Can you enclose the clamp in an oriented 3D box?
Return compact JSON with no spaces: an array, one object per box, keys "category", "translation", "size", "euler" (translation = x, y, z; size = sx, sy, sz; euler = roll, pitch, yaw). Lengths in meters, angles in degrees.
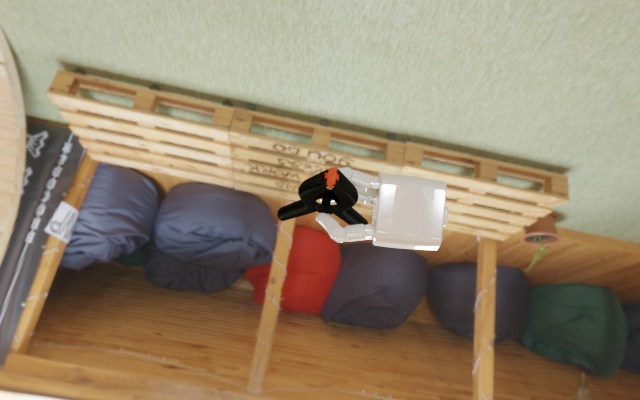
[{"category":"clamp","translation":[0.000,0.003,0.783],"size":[0.164,0.036,0.210],"euler":[5,-22,5]}]
